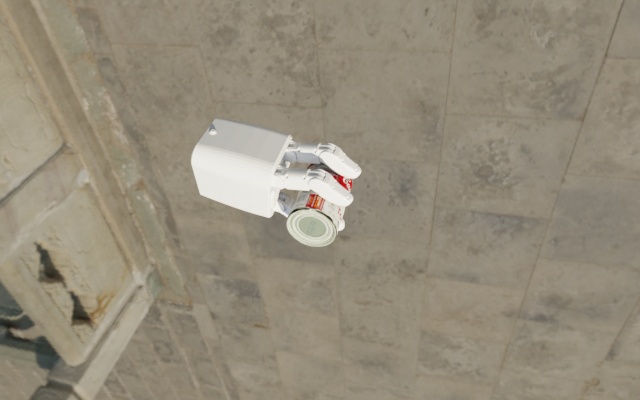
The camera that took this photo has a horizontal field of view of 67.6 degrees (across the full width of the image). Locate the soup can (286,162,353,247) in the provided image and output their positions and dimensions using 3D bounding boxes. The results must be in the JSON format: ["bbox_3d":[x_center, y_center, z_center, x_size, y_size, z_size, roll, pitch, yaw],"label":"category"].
[{"bbox_3d":[0.000,0.002,0.632,0.068,0.069,0.102,0,41,19],"label":"soup can"}]
